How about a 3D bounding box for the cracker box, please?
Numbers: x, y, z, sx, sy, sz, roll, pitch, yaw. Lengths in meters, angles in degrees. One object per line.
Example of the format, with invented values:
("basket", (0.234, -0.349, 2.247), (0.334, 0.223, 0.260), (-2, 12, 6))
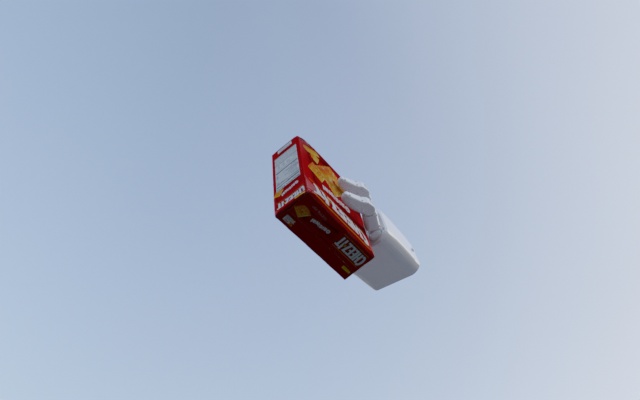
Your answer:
("cracker box", (0.000, 0.003, 0.792), (0.072, 0.164, 0.213), (-39, 27, 14))
